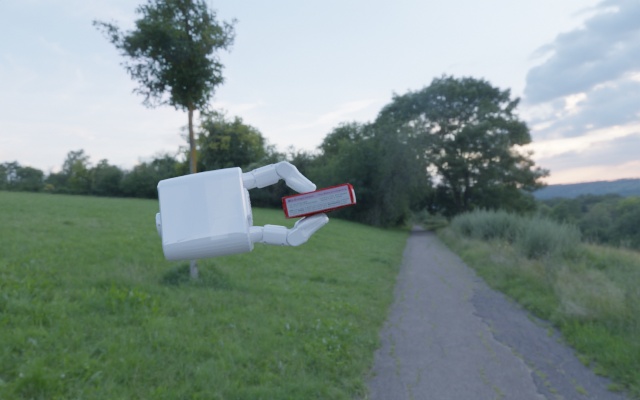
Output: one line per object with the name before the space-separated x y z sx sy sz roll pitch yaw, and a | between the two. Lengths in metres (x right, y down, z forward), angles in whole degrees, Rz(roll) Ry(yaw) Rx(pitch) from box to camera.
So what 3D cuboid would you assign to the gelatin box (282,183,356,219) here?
gelatin box | 0.000 0.002 0.625 0.089 0.030 0.073 -13 -2 6
